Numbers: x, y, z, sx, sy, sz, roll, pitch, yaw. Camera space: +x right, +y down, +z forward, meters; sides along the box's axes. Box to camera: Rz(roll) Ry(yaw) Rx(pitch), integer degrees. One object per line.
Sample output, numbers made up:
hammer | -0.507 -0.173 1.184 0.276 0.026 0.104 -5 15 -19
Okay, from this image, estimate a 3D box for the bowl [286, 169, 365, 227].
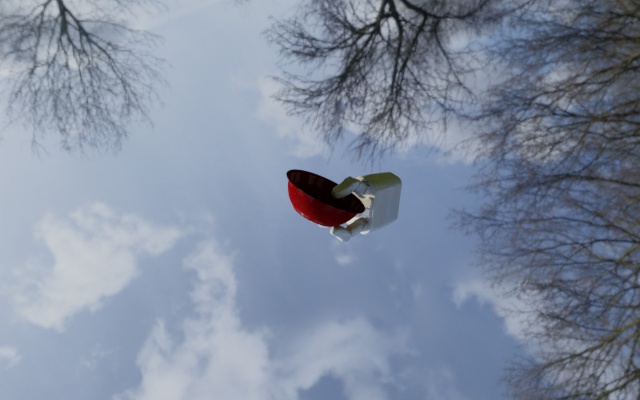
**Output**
bowl | -0.001 0.003 0.894 0.162 0.055 0.162 24 17 -8
